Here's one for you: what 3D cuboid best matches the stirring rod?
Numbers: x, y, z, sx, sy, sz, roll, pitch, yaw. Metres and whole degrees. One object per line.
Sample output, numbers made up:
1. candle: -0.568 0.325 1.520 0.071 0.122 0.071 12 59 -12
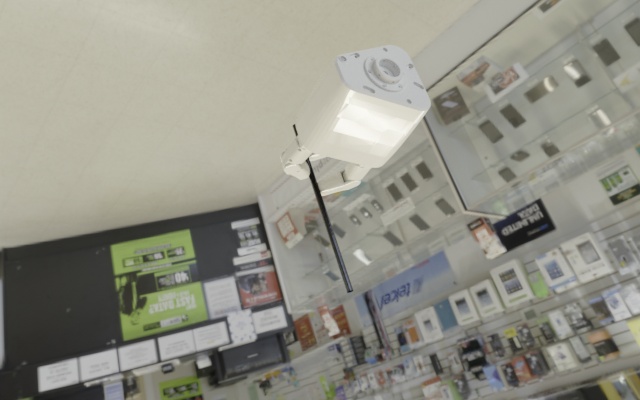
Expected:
1. stirring rod: 0.000 0.002 0.606 0.011 0.239 0.011 -15 -24 -7
